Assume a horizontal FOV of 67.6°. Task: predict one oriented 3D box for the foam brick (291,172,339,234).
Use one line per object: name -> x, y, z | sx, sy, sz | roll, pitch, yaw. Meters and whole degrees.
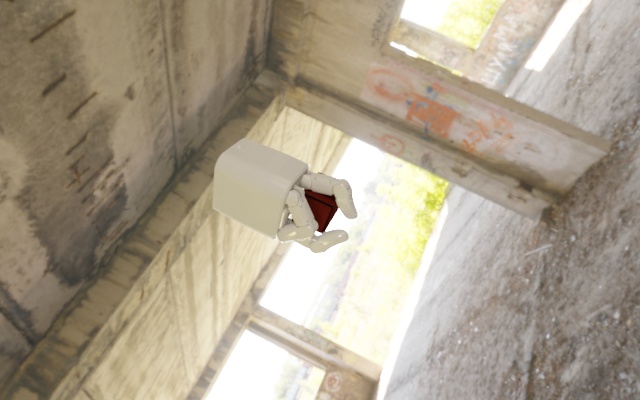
foam brick -> 0.000, 0.002, 0.702 | 0.051, 0.053, 0.078 | 24, 31, 7
